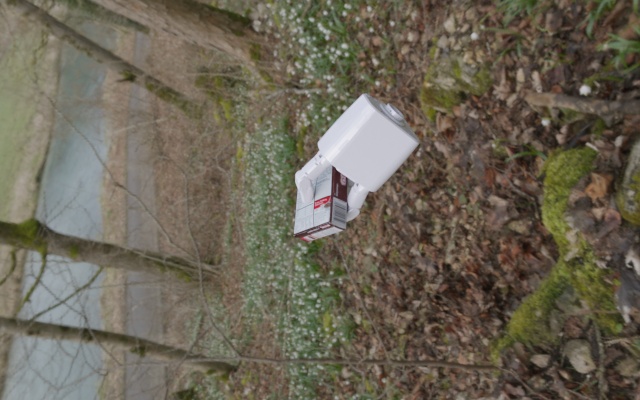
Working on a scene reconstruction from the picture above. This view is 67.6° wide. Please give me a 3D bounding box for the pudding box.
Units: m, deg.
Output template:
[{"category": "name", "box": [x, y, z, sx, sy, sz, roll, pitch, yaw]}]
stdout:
[{"category": "pudding box", "box": [0.000, 0.002, 0.784, 0.039, 0.113, 0.090, 25, -33, -36]}]
